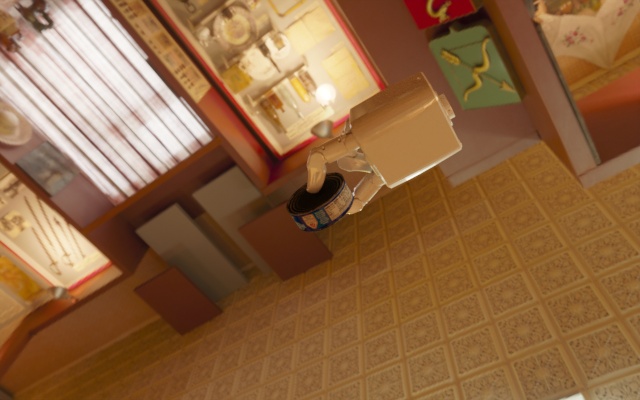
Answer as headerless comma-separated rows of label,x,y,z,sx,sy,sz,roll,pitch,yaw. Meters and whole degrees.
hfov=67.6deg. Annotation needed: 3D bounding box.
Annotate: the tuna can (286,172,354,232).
tuna can,0.000,0.003,0.628,0.086,0.034,0.086,-26,26,14
